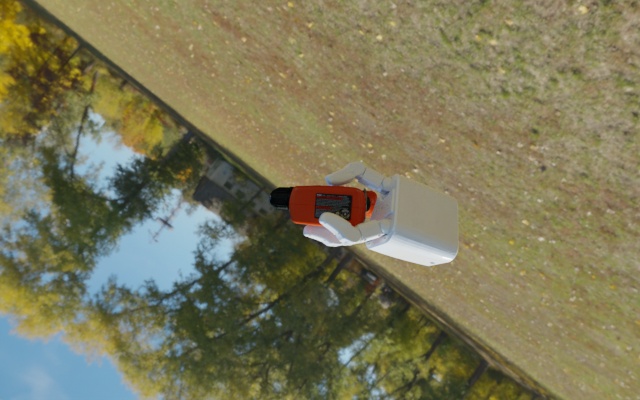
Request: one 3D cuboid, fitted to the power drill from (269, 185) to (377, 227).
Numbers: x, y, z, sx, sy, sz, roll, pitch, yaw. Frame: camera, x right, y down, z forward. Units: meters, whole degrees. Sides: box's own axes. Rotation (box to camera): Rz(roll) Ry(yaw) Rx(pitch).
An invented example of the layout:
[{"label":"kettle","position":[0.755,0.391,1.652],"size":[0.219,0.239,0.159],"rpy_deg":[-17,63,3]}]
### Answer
[{"label":"power drill","position":[0.000,0.003,0.740],"size":[0.184,0.057,0.187],"rpy_deg":[2,4,4]}]
